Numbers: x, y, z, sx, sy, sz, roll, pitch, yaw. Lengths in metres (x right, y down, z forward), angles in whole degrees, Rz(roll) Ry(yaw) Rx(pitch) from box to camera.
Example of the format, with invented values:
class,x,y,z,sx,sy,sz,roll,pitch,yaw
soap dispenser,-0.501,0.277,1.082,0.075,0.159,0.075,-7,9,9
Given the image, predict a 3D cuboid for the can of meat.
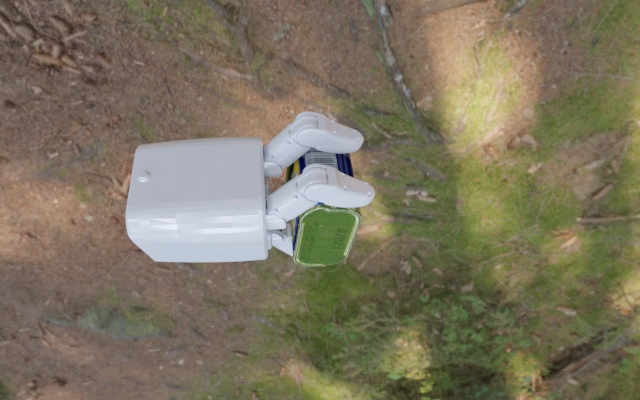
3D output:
class,x,y,z,sx,sy,sz,roll,pitch,yaw
can of meat,0.000,0.002,0.436,0.057,0.084,0.102,0,-36,-9
